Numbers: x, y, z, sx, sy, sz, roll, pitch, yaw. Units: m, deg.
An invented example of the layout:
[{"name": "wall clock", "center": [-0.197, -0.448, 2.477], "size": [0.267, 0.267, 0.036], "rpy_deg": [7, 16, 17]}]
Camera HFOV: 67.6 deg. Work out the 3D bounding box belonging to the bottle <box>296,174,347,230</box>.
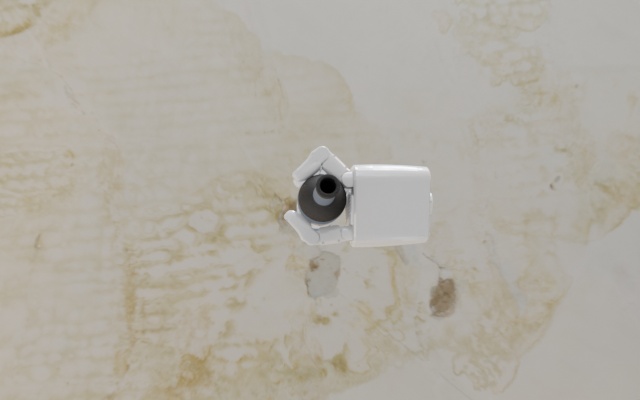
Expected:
[{"name": "bottle", "center": [0.000, 0.002, 0.680], "size": [0.069, 0.069, 0.296], "rpy_deg": [0, -7, -3]}]
